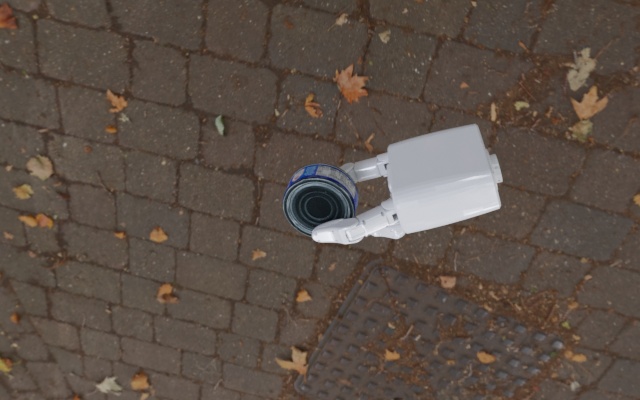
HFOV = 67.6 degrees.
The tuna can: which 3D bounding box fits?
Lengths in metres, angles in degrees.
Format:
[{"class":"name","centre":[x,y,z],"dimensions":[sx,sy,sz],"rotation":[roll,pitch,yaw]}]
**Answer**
[{"class":"tuna can","centre":[0.000,0.002,0.554],"dimensions":[0.086,0.086,0.033],"rotation":[0,33,12]}]
